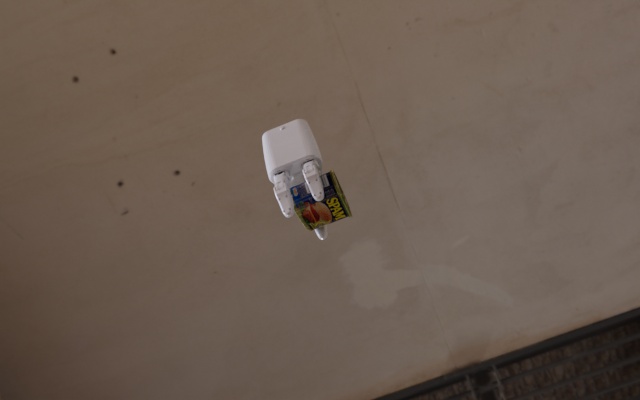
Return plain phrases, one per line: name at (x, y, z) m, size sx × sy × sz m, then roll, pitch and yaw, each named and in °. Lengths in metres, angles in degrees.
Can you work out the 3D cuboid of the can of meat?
can of meat at (0.000, 0.003, 0.827) m, size 0.084 × 0.057 × 0.102 m, roll -21°, pitch -35°, yaw 5°
